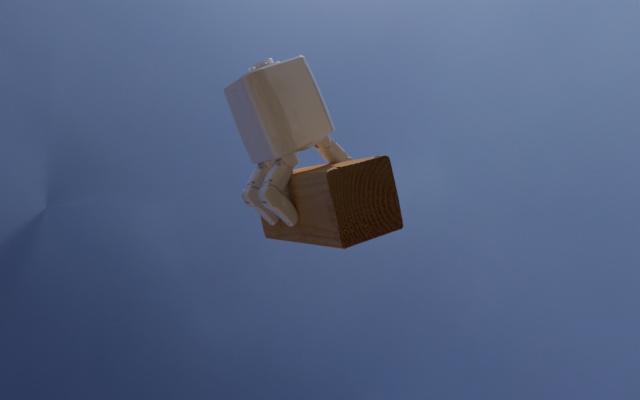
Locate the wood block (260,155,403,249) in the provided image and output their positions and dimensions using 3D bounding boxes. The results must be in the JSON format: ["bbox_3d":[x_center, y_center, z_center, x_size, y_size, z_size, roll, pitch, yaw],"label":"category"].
[{"bbox_3d":[0.000,0.002,0.619,0.091,0.090,0.206,-17,8,-29],"label":"wood block"}]
